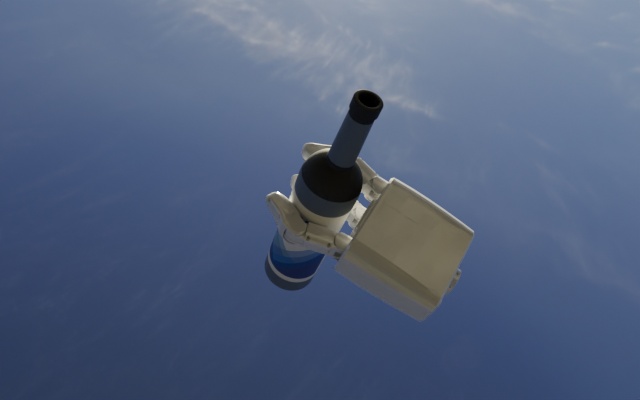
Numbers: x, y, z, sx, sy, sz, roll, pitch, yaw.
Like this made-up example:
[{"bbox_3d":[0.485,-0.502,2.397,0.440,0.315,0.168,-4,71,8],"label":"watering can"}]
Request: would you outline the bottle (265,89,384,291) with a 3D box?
[{"bbox_3d":[0.000,0.002,0.516,0.069,0.069,0.296,0,-36,-20],"label":"bottle"}]
